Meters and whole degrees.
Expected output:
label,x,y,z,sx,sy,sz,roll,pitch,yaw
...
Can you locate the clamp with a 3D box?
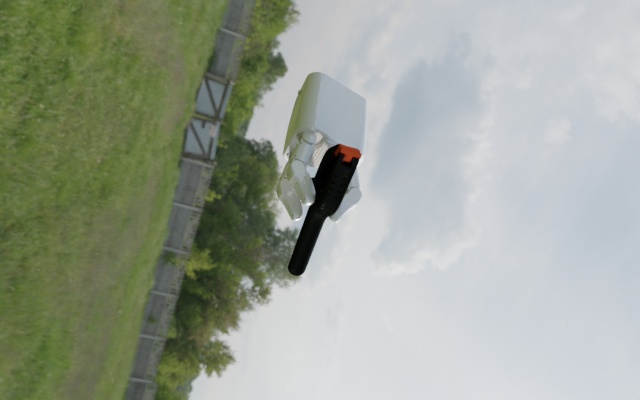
label,x,y,z,sx,sy,sz,roll,pitch,yaw
clamp,0.001,0.002,0.641,0.036,0.164,0.210,14,-28,-14
